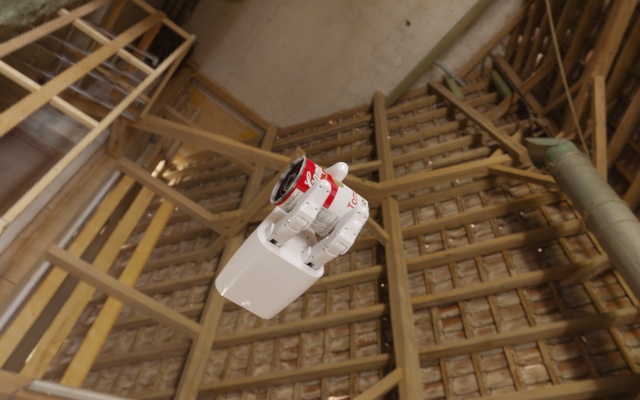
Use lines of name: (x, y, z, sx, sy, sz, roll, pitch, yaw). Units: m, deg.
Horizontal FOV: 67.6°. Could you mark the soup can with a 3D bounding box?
soup can: (0.001, 0.002, 0.574, 0.102, 0.068, 0.068, 34, -12, -19)
